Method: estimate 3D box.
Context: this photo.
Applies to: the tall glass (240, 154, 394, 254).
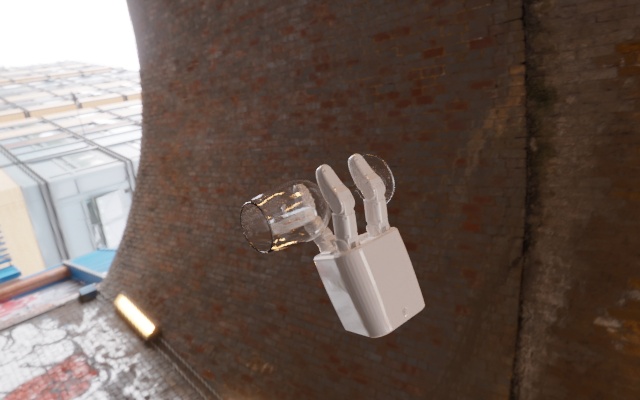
[{"bbox_3d":[0.001,0.002,0.596,0.201,0.079,0.079,-22,14,-38],"label":"tall glass"}]
